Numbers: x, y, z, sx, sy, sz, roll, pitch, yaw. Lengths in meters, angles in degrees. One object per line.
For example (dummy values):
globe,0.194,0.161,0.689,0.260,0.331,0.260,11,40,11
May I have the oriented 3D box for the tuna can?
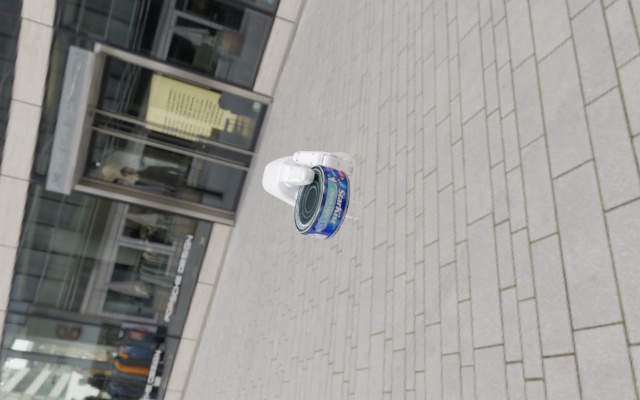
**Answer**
tuna can,0.000,0.002,0.566,0.034,0.086,0.086,15,-6,-22
